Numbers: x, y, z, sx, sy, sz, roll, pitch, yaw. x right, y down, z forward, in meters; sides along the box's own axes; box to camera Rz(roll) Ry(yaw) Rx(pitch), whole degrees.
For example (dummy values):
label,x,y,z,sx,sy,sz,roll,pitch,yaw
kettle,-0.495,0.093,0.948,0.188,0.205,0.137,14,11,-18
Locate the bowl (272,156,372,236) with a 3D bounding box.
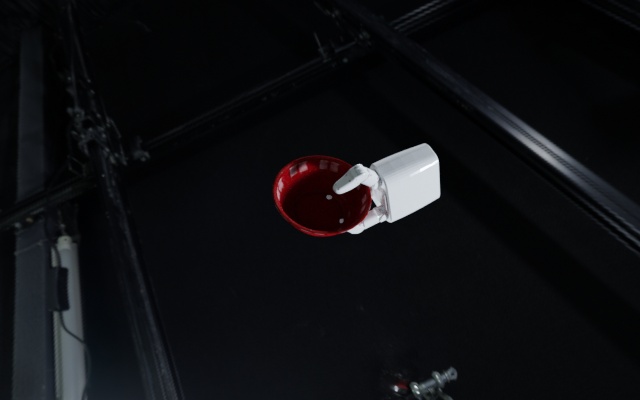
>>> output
label,x,y,z,sx,sy,sz,roll,pitch,yaw
bowl,-0.001,0.003,0.791,0.162,0.162,0.055,0,-37,-9
